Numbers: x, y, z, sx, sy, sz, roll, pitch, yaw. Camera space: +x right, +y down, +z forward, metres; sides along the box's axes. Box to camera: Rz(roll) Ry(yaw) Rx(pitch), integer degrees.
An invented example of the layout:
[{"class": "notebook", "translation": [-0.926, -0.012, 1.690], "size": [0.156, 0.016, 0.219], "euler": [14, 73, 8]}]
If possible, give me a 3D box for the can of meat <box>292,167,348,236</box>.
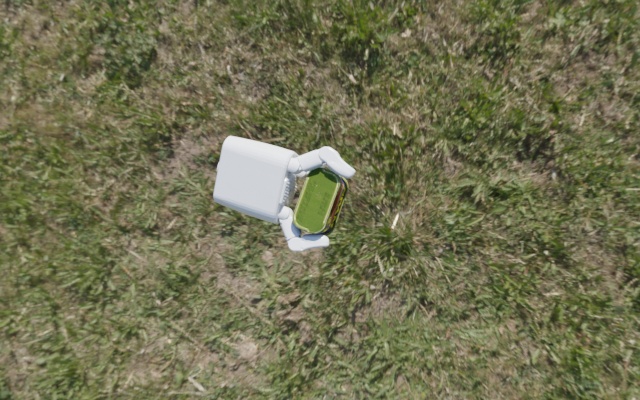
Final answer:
[{"class": "can of meat", "translation": [0.000, 0.002, 0.733], "size": [0.057, 0.102, 0.084], "euler": [19, -1, 10]}]
